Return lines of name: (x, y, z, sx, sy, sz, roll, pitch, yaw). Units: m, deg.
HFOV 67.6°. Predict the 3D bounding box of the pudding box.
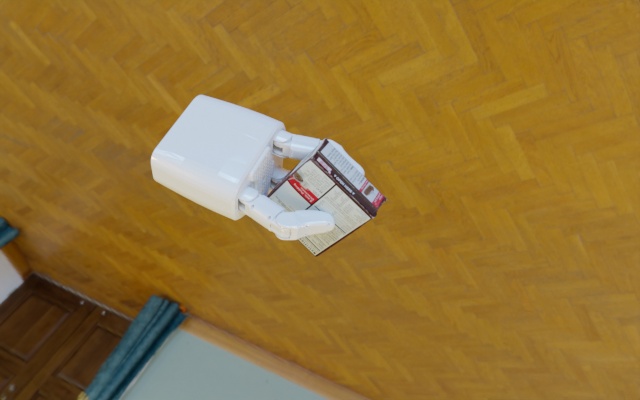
pudding box: (0.000, 0.002, 0.508, 0.113, 0.090, 0.039, -38, 11, 48)
